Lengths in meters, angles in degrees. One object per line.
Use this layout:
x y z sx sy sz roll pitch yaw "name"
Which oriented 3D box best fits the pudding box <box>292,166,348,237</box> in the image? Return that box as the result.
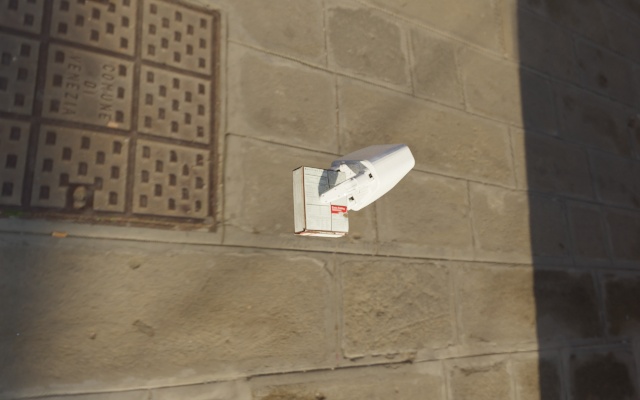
0.000 0.003 0.804 0.090 0.113 0.039 6 -17 -32 "pudding box"
